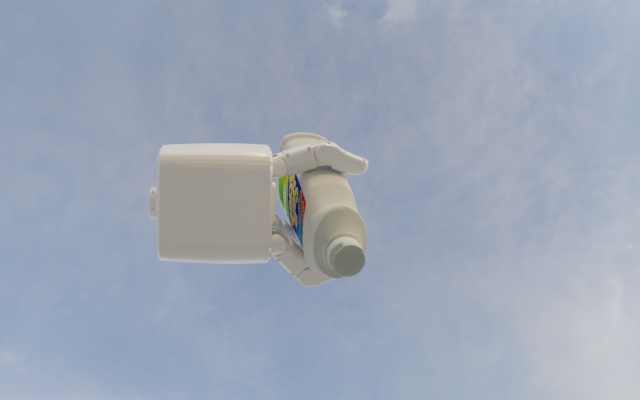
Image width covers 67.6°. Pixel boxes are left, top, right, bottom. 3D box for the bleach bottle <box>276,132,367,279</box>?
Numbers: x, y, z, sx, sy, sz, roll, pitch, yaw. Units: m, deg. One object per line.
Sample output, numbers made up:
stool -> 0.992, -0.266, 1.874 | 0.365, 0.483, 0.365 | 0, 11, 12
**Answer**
bleach bottle -> 0.000, 0.002, 0.504 | 0.068, 0.102, 0.250 | 2, 18, -13
